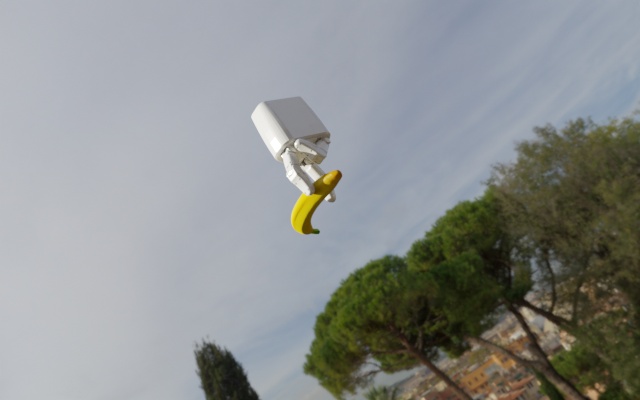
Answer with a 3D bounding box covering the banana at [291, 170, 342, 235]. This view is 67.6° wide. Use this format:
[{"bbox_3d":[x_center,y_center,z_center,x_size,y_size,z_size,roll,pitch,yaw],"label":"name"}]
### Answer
[{"bbox_3d":[-0.016,0.011,0.872,0.069,0.037,0.198,-21,-25,-27],"label":"banana"}]
